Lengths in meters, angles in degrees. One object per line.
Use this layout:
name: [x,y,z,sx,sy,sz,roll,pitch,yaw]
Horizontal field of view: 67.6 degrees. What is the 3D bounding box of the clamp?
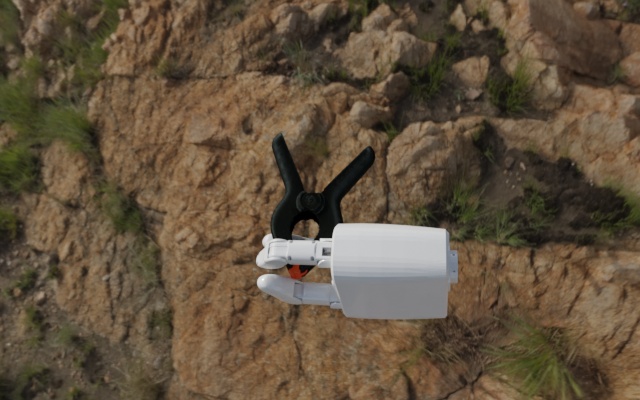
clamp: [0.000,0.002,0.529,0.120,0.171,0.039,-1,-21,9]
